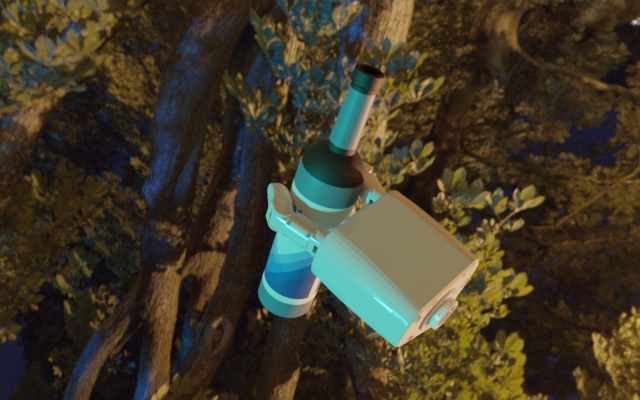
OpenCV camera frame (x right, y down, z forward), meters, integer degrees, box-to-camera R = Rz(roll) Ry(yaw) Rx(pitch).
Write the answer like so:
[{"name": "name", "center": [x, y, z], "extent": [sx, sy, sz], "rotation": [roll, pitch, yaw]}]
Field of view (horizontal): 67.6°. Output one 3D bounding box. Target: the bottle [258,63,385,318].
[{"name": "bottle", "center": [0.000, 0.002, 0.494], "extent": [0.069, 0.296, 0.069], "rotation": [14, 35, -10]}]
